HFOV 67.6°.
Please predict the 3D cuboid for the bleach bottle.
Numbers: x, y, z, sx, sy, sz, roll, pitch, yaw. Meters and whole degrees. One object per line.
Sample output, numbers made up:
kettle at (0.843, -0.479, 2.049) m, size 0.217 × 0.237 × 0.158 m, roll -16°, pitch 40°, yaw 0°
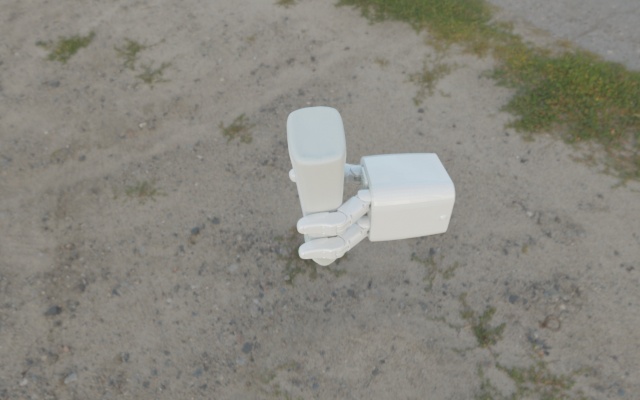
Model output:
bleach bottle at (0.000, 0.002, 0.649) m, size 0.068 × 0.102 × 0.251 m, roll -6°, pitch -40°, yaw -2°
